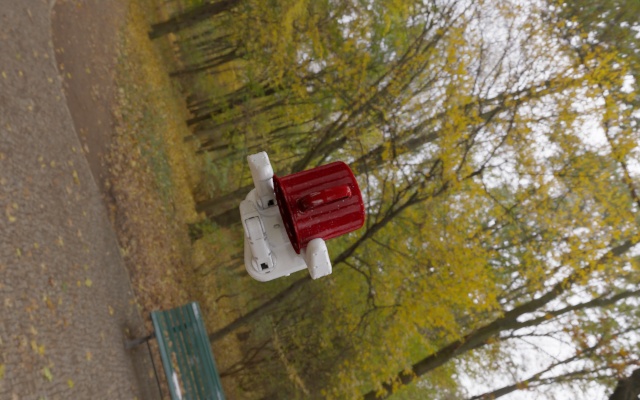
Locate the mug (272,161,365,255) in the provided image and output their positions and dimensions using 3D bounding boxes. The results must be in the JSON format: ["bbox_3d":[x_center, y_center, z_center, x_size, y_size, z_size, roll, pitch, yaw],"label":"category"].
[{"bbox_3d":[0.000,0.001,0.524,0.081,0.093,0.117,-17,-8,-11],"label":"mug"}]
